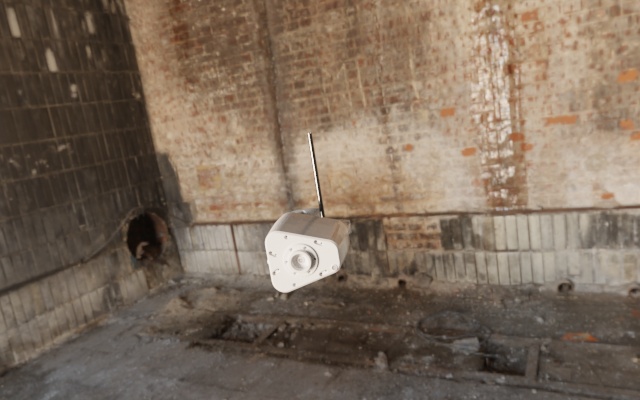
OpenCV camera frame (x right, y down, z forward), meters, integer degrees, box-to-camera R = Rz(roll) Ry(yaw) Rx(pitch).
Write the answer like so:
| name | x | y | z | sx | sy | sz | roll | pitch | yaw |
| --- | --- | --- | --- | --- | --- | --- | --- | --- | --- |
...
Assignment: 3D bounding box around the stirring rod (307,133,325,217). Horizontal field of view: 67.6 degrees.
| name | x | y | z | sx | sy | sz | roll | pitch | yaw |
| --- | --- | --- | --- | --- | --- | --- | --- | --- | --- |
| stirring rod | 0.000 | 0.003 | 0.830 | 0.011 | 0.239 | 0.011 | -9 | 10 | 2 |
